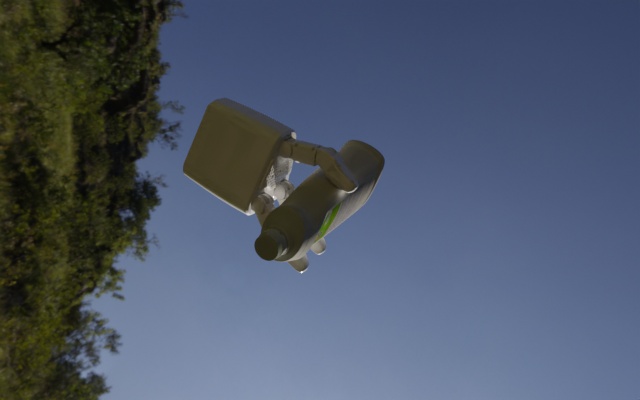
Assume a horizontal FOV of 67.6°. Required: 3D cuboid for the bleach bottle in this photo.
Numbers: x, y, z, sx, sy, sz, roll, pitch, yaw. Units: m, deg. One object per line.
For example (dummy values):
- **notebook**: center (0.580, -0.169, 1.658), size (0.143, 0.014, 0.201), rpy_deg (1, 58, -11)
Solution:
- **bleach bottle**: center (0.000, 0.002, 0.587), size (0.068, 0.103, 0.250), rpy_deg (29, 29, 14)
